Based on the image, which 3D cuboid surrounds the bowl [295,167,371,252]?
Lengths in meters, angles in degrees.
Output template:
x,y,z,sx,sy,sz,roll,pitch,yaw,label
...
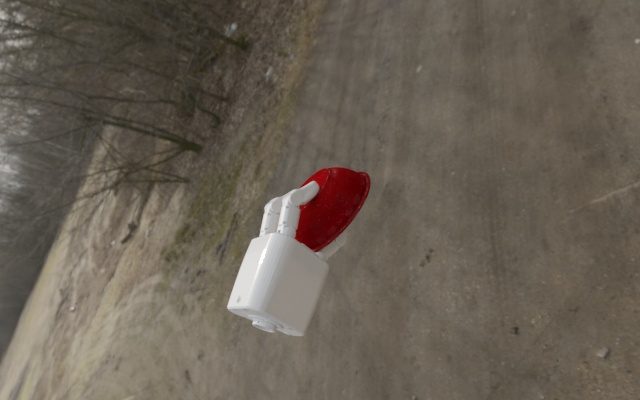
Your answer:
x,y,z,sx,sy,sz,roll,pitch,yaw,label
0.000,0.001,0.732,0.055,0.162,0.162,41,-16,-19,bowl
